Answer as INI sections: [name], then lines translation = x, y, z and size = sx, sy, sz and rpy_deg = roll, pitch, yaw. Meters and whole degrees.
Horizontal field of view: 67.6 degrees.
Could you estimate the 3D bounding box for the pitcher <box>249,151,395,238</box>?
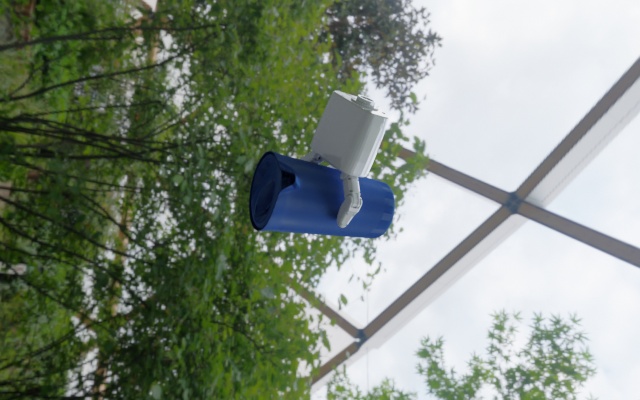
[pitcher]
translation = 0.000, 0.003, 0.846
size = 0.243, 0.145, 0.149
rpy_deg = 10, 25, -27
